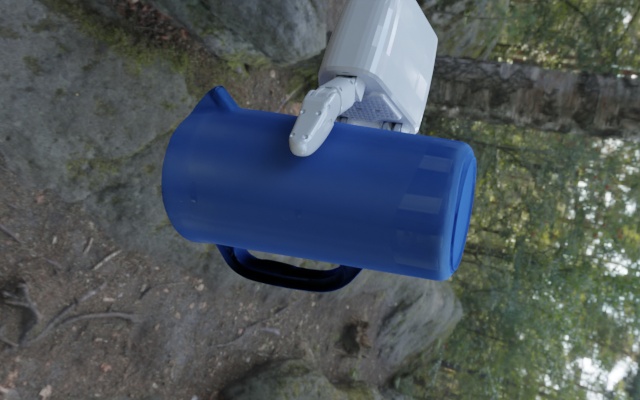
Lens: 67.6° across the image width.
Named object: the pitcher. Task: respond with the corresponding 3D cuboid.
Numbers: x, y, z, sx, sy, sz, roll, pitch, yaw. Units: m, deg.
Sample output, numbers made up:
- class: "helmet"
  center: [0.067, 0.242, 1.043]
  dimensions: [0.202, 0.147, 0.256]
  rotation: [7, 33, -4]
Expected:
- class: "pitcher"
  center: [0.000, 0.001, 0.413]
  dimensions: [0.243, 0.145, 0.149]
  rotation: [10, -19, 23]
